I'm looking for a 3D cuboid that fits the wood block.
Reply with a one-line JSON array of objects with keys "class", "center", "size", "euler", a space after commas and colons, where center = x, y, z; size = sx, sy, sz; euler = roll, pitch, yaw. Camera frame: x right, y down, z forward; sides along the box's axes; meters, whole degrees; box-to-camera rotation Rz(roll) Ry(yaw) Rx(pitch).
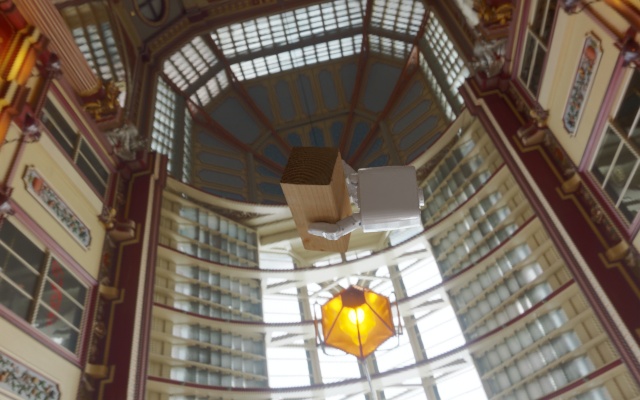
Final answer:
[{"class": "wood block", "center": [0.000, 0.003, 0.898], "size": [0.090, 0.090, 0.206], "euler": [3, -38, 16]}]
